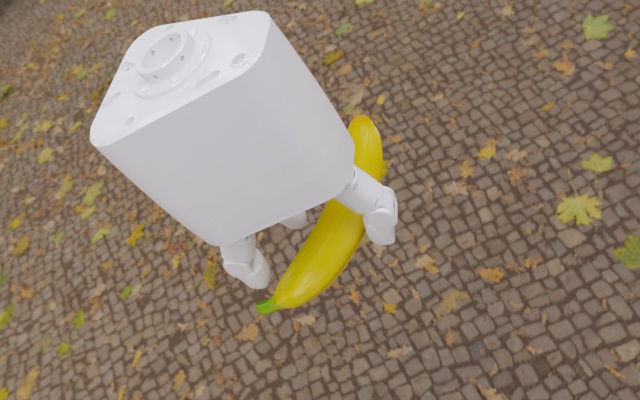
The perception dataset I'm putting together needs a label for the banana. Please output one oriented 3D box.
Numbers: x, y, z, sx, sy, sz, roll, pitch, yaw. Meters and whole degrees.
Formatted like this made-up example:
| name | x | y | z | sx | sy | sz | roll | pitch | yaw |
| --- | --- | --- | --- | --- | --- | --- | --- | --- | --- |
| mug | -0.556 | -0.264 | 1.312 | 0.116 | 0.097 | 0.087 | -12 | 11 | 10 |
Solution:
| name | x | y | z | sx | sy | sz | roll | pitch | yaw |
| --- | --- | --- | --- | --- | --- | --- | --- | --- | --- |
| banana | 0.012 | 0.007 | 0.388 | 0.069 | 0.197 | 0.037 | 13 | -24 | 42 |
